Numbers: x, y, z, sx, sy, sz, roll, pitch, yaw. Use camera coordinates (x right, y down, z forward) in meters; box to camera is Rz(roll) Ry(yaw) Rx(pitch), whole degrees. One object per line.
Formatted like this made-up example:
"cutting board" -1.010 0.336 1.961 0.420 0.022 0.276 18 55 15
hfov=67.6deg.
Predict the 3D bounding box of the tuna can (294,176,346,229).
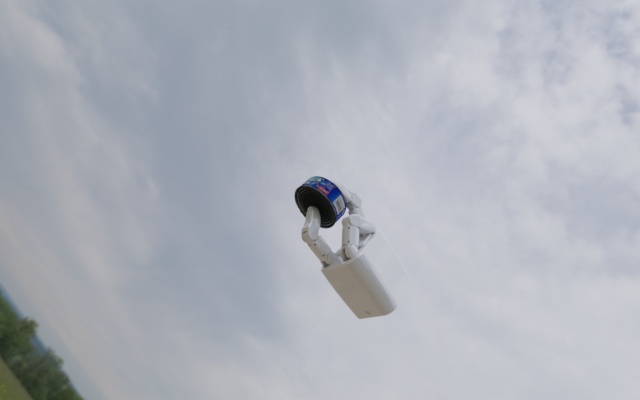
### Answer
"tuna can" 0.000 0.002 0.790 0.086 0.086 0.033 0 34 46
